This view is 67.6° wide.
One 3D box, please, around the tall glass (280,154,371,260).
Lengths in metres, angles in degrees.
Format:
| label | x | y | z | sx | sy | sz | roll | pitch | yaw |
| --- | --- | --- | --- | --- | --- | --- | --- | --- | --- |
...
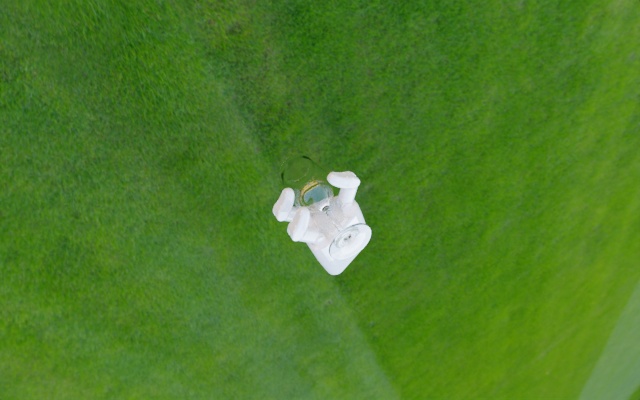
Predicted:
| label | x | y | z | sx | sy | sz | roll | pitch | yaw |
| --- | --- | --- | --- | --- | --- | --- | --- | --- | --- |
| tall glass | 0.000 | 0.003 | 0.790 | 0.079 | 0.079 | 0.201 | 0 | 38 | -36 |
